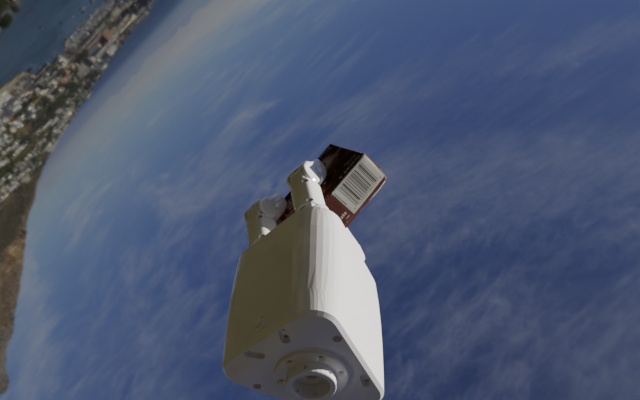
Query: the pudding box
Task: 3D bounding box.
[{"bbox_3d":[0.000,0.002,0.460,0.039,0.113,0.090,44,-4,-23],"label":"pudding box"}]
